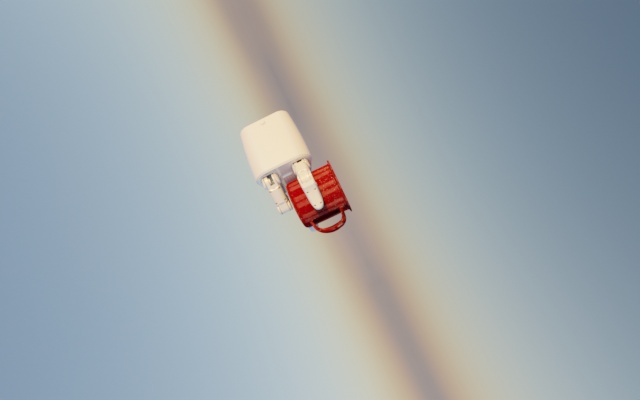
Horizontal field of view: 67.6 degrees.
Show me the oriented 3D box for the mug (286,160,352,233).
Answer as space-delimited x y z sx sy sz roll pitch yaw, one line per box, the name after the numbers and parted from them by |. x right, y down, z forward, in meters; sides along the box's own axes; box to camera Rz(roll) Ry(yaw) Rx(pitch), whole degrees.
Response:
0.000 0.004 0.776 0.081 0.117 0.093 -26 -29 2 | mug
